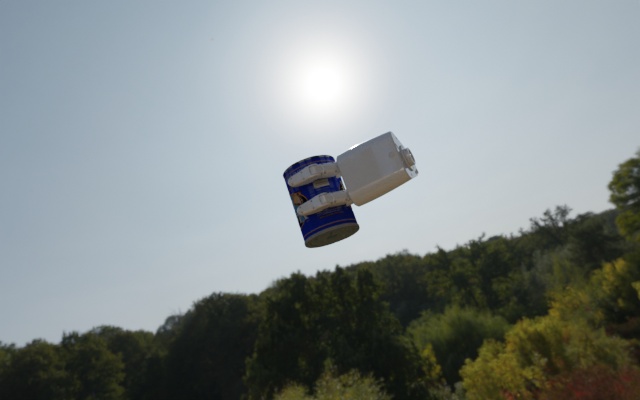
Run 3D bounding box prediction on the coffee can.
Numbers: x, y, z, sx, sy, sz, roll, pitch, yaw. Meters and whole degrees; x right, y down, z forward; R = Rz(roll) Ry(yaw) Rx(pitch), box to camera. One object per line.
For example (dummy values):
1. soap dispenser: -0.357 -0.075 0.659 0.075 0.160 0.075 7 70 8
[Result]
1. coffee can: 0.000 0.003 0.866 0.103 0.140 0.103 -17 -17 -6
